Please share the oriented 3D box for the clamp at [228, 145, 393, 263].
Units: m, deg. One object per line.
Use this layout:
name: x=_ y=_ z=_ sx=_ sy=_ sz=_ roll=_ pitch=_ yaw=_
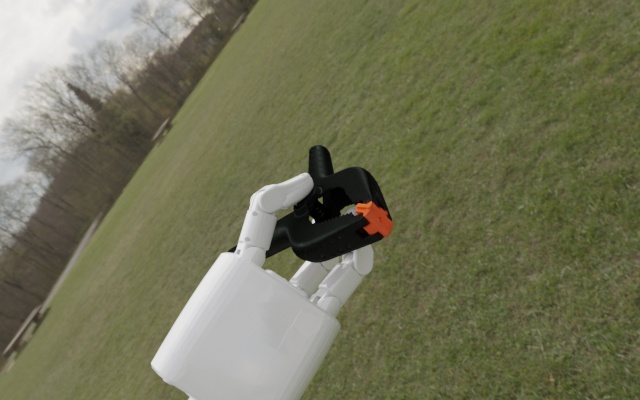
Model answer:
clamp: x=0.000 y=0.001 z=0.441 sx=0.036 sy=0.164 sz=0.210 roll=42 pitch=-23 yaw=-23
